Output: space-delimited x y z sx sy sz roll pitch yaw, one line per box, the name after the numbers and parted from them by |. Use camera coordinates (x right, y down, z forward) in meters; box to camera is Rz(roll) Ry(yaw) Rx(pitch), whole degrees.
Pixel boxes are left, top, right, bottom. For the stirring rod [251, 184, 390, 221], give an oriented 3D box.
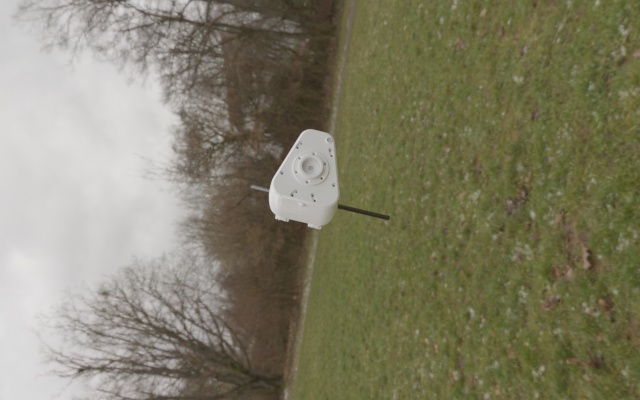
0.000 0.003 0.809 0.239 0.011 0.011 13 0 -2 | stirring rod
